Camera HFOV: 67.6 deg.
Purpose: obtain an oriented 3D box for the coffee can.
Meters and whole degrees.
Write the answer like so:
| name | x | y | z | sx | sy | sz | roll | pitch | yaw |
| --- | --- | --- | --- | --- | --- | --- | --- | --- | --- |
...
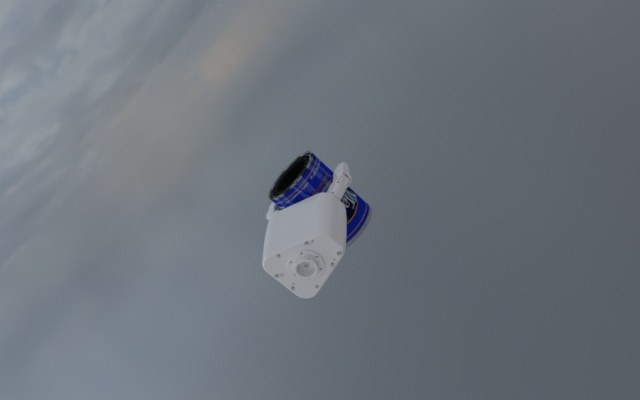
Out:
| name | x | y | z | sx | sy | sz | roll | pitch | yaw |
| --- | --- | --- | --- | --- | --- | --- | --- | --- | --- |
| coffee can | 0.000 | 0.003 | 0.783 | 0.140 | 0.102 | 0.103 | 42 | -16 | -19 |
